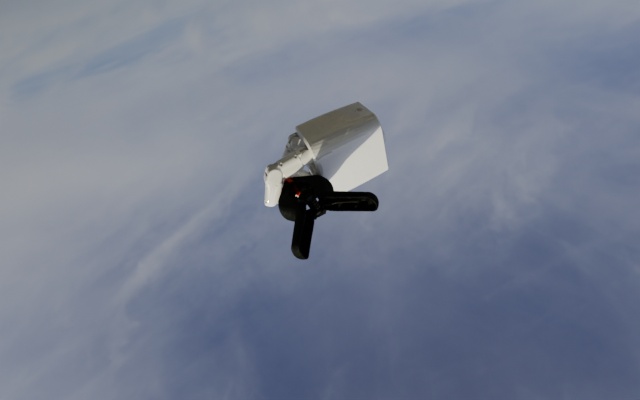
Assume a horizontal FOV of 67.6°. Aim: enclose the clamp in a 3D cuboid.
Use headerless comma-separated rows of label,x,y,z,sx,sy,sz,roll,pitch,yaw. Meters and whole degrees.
clamp,0.000,0.003,0.623,0.120,0.039,0.171,-25,32,-5
